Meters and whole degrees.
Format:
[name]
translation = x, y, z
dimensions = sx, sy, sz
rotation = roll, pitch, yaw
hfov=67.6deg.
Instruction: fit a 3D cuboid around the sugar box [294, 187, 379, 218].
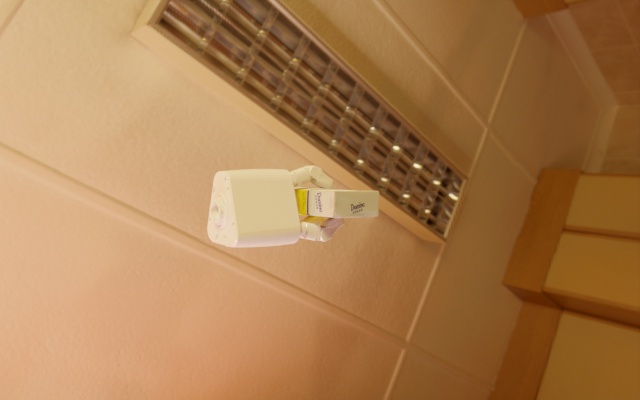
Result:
[sugar box]
translation = 0.000, 0.003, 0.769
dimensions = 0.093, 0.048, 0.176
rotation = -1, 5, -38
